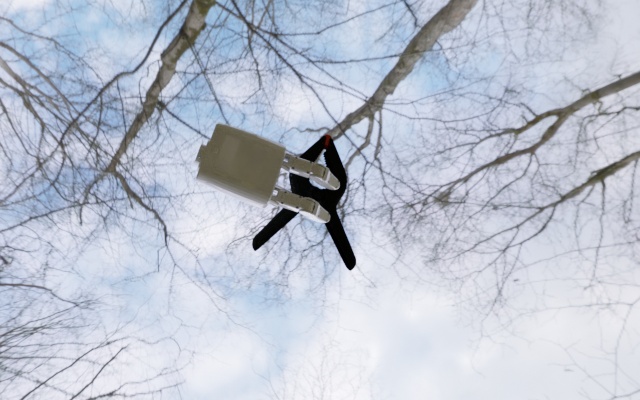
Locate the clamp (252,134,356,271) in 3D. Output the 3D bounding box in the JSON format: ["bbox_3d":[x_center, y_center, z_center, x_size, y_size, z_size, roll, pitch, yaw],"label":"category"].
[{"bbox_3d":[0.000,0.002,0.744,0.164,0.210,0.036,21,-16,-16],"label":"clamp"}]
